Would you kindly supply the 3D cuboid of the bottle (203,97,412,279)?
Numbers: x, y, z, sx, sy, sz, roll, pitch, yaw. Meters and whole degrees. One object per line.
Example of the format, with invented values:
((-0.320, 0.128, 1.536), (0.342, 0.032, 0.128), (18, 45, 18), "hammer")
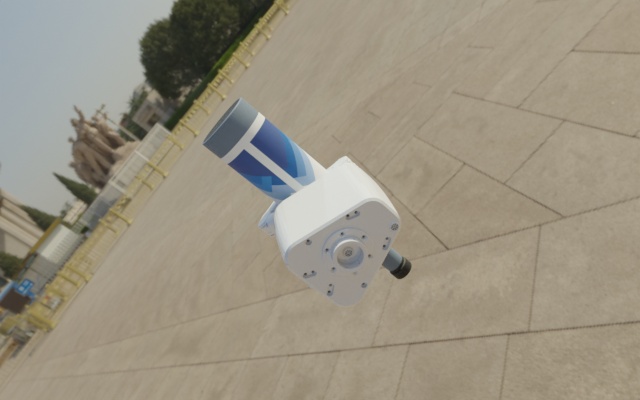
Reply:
((0.000, 0.002, 0.565), (0.296, 0.069, 0.069), (39, -15, -19), "bottle")
